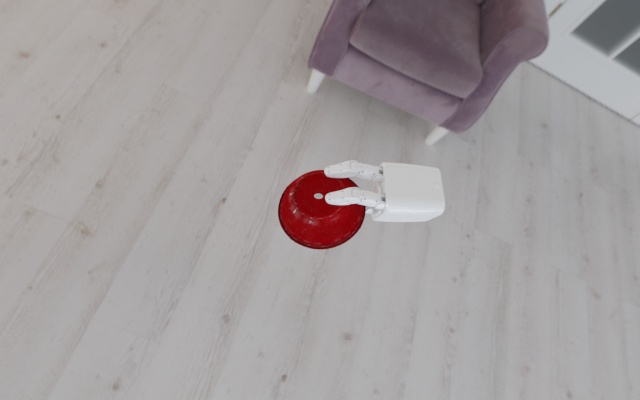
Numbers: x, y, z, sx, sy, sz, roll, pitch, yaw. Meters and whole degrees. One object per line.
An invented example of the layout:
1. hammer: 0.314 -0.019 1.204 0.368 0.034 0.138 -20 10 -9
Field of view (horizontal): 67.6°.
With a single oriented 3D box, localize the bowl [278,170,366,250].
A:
1. bowl: -0.001 0.003 0.849 0.162 0.162 0.055 0 -28 5
